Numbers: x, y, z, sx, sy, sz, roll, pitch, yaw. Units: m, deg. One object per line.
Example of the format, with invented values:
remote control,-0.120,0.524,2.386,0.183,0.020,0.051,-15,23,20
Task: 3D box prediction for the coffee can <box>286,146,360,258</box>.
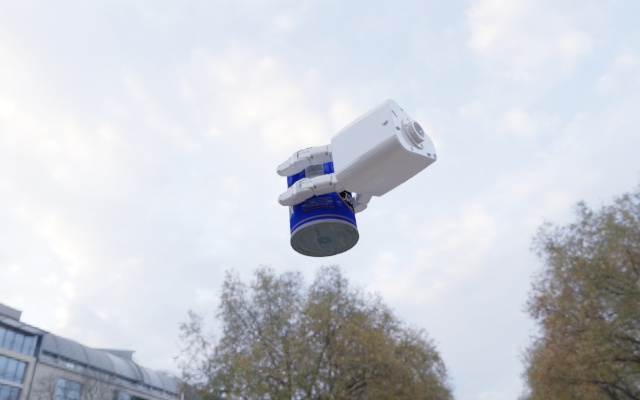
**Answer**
coffee can,0.000,0.003,0.737,0.103,0.140,0.103,-4,-34,-3
